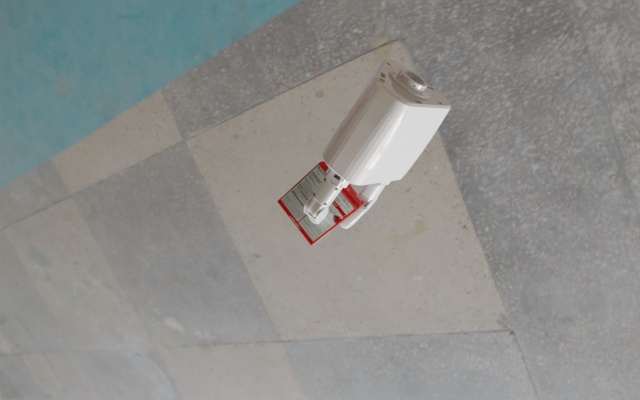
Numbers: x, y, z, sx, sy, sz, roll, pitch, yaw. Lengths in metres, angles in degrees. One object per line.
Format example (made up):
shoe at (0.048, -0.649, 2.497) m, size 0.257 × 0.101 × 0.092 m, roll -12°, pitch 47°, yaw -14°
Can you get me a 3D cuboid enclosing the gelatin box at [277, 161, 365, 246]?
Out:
gelatin box at (0.000, 0.002, 0.597) m, size 0.089 × 0.073 × 0.030 m, roll -41°, pitch -4°, yaw 31°
